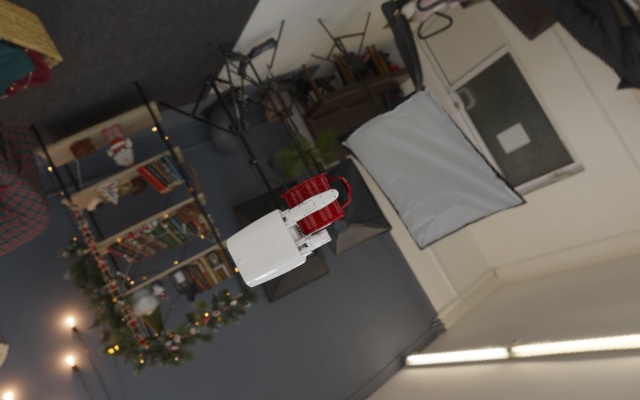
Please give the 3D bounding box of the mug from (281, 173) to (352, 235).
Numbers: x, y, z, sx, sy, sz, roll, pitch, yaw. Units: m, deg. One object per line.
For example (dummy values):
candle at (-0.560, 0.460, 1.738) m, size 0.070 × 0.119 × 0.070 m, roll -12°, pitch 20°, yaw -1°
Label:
mug at (0.002, 0.002, 0.831) m, size 0.117 × 0.081 × 0.093 m, roll -28°, pitch -4°, yaw 8°
